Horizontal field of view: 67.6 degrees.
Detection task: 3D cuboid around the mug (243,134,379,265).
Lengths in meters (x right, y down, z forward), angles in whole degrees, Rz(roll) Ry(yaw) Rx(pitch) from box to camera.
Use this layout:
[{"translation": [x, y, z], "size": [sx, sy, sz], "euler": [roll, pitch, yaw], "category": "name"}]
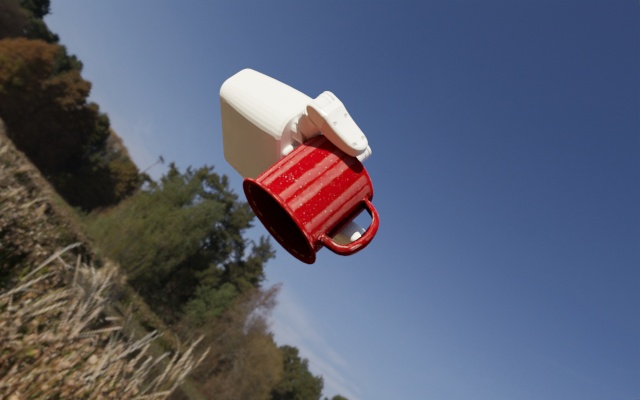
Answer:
[{"translation": [0.001, 0.002, 0.415], "size": [0.081, 0.093, 0.117], "euler": [-40, 55, -20], "category": "mug"}]
